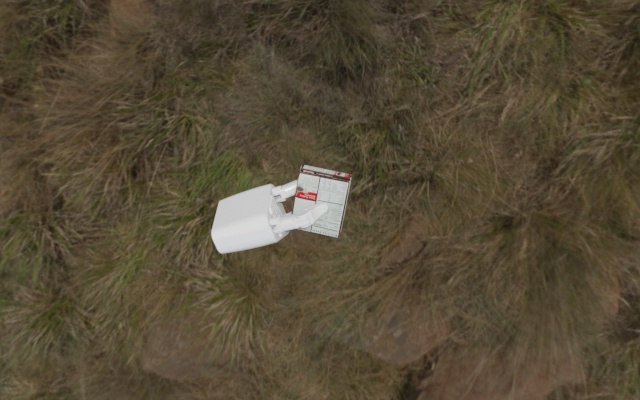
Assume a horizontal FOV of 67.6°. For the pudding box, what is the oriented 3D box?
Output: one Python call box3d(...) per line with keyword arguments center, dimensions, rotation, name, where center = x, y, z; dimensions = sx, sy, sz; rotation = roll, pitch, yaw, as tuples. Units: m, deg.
box3d(center=(0.000, 0.003, 0.822), dimensions=(0.090, 0.113, 0.039), rotation=(11, 25, 2), name="pudding box")
